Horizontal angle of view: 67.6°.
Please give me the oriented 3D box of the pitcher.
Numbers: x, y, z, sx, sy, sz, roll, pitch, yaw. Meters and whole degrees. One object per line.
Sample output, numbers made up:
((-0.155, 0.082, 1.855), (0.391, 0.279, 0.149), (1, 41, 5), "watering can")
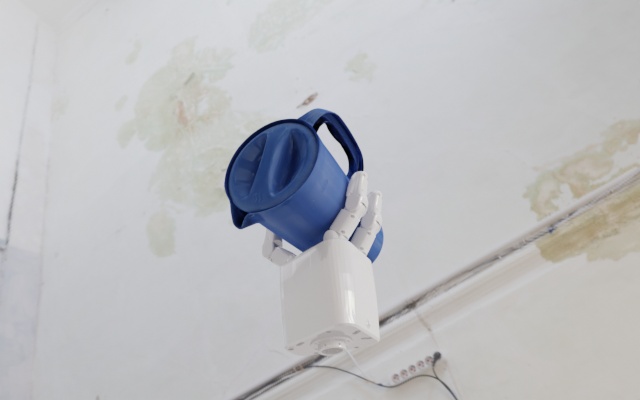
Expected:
((0.000, 0.002, 0.650), (0.149, 0.145, 0.243), (-21, -38, 20), "pitcher")
